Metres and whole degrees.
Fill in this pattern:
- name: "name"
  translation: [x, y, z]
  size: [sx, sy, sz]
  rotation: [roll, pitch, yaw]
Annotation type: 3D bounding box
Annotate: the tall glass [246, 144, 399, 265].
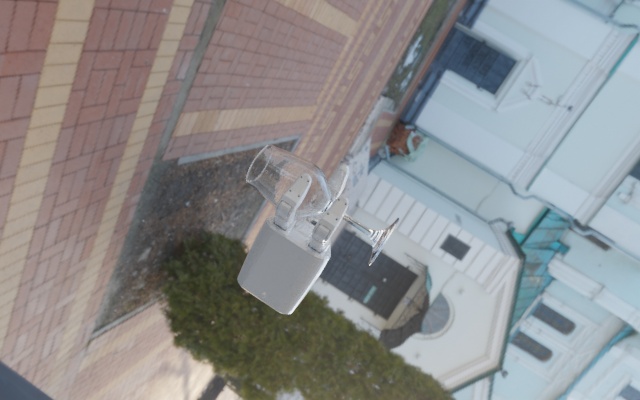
- name: "tall glass"
  translation: [0.001, 0.002, 0.639]
  size: [0.201, 0.079, 0.079]
  rotation: [32, 4, 6]
